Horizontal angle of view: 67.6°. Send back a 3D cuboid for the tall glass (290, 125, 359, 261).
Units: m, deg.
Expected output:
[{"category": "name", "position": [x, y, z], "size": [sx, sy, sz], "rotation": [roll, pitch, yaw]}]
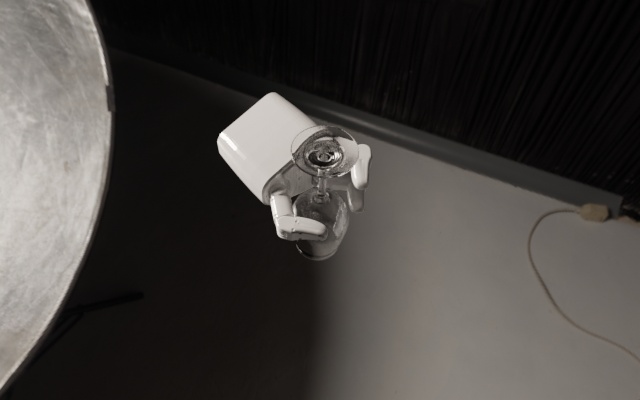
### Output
[{"category": "tall glass", "position": [0.000, 0.002, 0.596], "size": [0.079, 0.079, 0.201], "rotation": [0, -35, -3]}]
